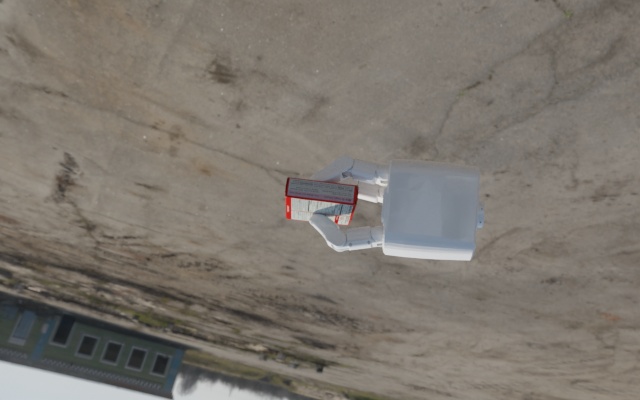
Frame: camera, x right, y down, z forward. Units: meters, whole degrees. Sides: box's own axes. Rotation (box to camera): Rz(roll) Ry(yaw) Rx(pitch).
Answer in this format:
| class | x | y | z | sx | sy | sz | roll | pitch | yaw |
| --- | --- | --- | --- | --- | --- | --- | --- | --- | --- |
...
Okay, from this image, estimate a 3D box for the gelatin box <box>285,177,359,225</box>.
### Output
| class | x | y | z | sx | sy | sz | roll | pitch | yaw |
| --- | --- | --- | --- | --- | --- | --- | --- | --- | --- |
| gelatin box | 0.000 | 0.002 | 0.607 | 0.089 | 0.030 | 0.073 | 6 | -23 | -1 |
